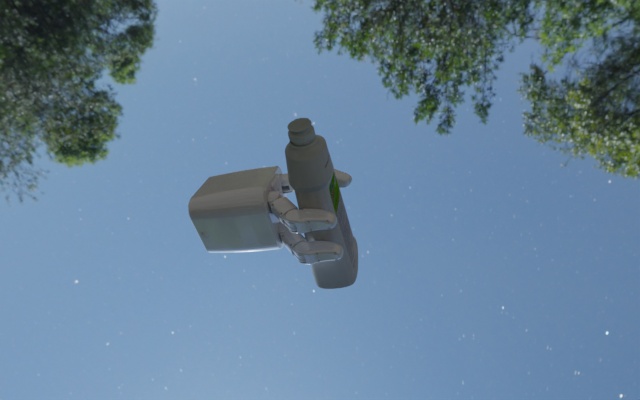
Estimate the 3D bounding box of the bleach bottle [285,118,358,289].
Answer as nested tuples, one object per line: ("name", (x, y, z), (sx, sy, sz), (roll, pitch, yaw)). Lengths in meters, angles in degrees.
("bleach bottle", (0.000, 0.002, 0.625), (0.068, 0.251, 0.102), (-7, 40, 8))
